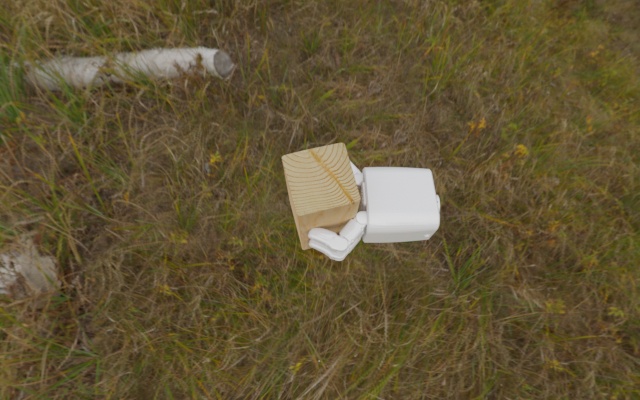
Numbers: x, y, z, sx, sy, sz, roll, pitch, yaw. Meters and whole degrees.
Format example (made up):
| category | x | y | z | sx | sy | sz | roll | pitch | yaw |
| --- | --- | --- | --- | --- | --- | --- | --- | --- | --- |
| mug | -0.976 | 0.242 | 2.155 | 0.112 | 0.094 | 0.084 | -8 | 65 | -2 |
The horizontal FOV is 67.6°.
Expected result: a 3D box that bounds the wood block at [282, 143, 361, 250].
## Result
| category | x | y | z | sx | sy | sz | roll | pitch | yaw |
| --- | --- | --- | --- | --- | --- | --- | --- | --- | --- |
| wood block | 0.000 | 0.002 | 0.731 | 0.090 | 0.090 | 0.206 | -13 | -18 | -5 |
